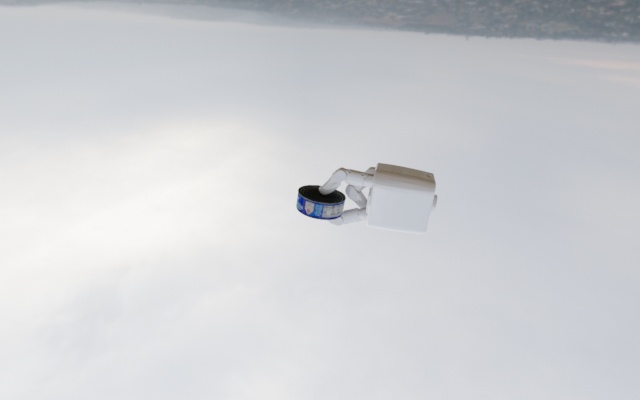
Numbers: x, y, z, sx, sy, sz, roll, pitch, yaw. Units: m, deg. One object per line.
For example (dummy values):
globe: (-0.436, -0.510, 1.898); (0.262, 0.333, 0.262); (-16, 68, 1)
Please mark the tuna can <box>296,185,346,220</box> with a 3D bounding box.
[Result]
tuna can: (0.000, 0.003, 0.846); (0.086, 0.034, 0.086); (9, 21, -3)
